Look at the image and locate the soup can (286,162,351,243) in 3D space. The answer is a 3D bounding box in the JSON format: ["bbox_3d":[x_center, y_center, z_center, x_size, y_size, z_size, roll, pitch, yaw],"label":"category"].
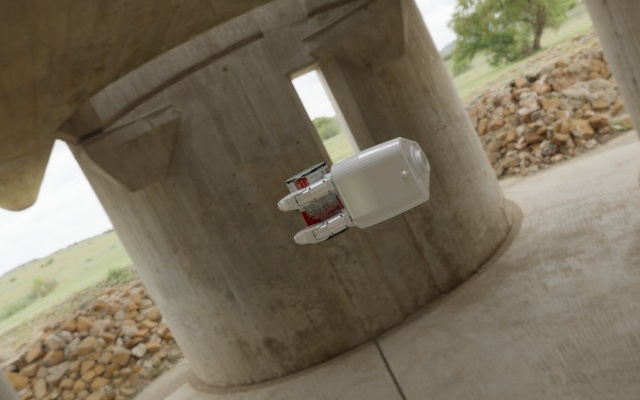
[{"bbox_3d":[0.000,0.002,0.712,0.068,0.102,0.068,-26,8,4],"label":"soup can"}]
